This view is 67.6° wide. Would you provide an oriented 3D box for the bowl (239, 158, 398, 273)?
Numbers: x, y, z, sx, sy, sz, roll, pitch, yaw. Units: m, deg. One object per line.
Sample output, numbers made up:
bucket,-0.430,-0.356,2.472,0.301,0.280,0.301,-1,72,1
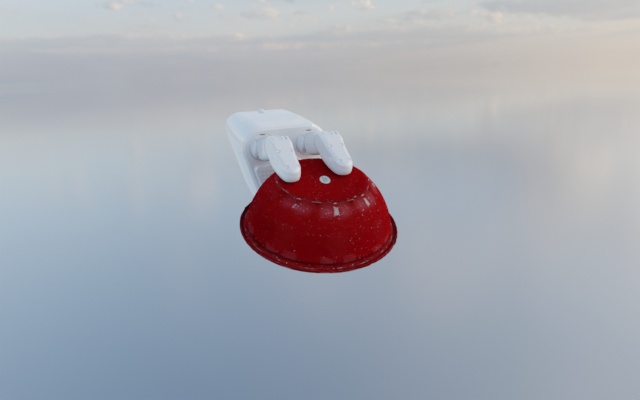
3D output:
bowl,0.001,0.002,0.477,0.162,0.055,0.162,4,31,-2
